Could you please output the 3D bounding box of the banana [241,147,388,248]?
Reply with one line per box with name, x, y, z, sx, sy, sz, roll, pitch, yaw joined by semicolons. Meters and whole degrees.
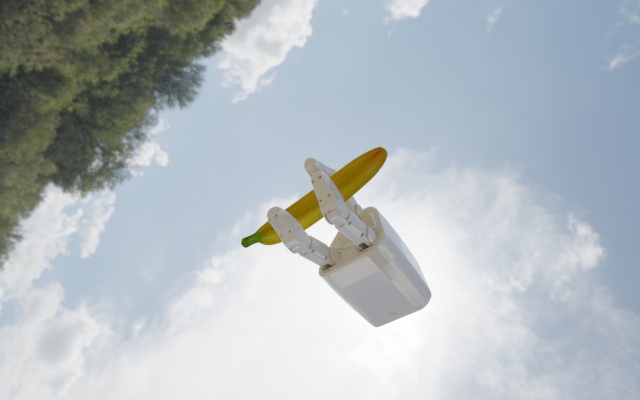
banana;-0.001;0.002;0.571;0.198;0.037;0.069;-35;1;6
